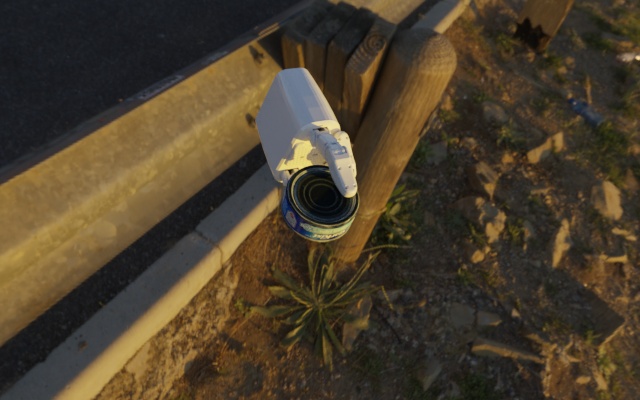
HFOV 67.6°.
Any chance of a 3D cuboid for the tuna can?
[{"bbox_3d":[0.000,0.002,0.540,0.086,0.086,0.034,0,-33,-16],"label":"tuna can"}]
